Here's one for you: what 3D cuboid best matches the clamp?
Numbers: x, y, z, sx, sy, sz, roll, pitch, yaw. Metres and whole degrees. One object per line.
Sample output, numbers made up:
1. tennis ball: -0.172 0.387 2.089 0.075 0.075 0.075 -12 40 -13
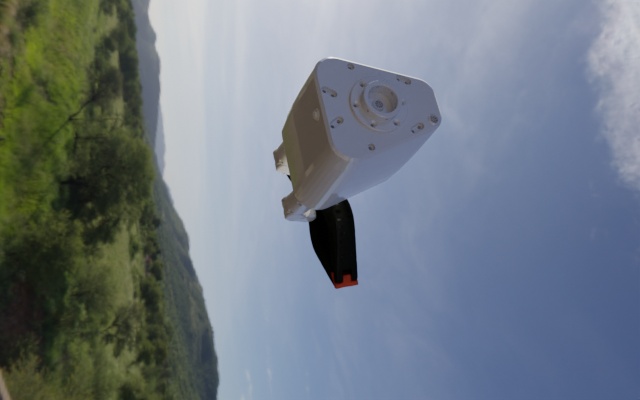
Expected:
1. clamp: 0.001 0.002 0.562 0.036 0.210 0.165 -7 -17 -20
